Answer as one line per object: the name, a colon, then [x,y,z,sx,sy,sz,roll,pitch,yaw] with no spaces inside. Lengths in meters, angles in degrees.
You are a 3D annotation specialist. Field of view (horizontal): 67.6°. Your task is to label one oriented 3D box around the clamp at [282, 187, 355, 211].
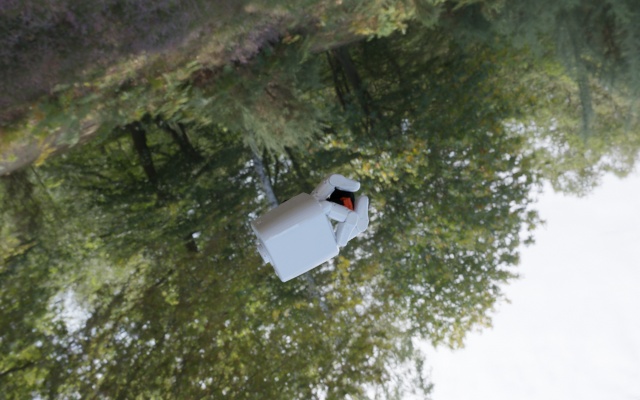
clamp: [0.001,0.003,0.861,0.120,0.039,0.171,-29,16,-12]
